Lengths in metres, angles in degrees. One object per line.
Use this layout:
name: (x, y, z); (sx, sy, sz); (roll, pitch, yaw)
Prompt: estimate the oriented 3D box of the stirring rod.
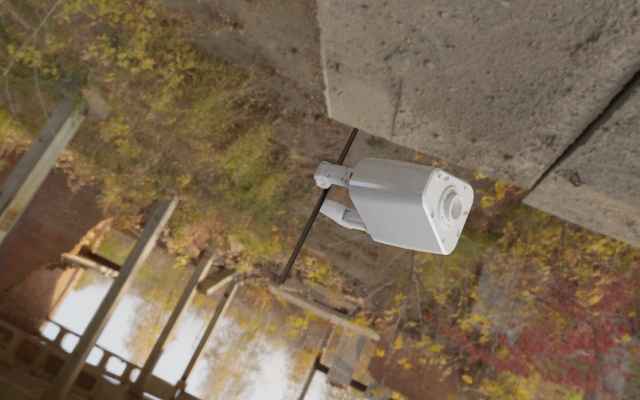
stirring rod: (0.000, 0.002, 0.652); (0.011, 0.239, 0.011); (24, -15, 7)
